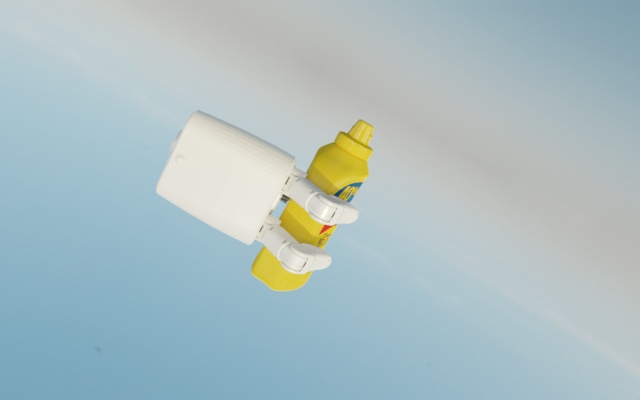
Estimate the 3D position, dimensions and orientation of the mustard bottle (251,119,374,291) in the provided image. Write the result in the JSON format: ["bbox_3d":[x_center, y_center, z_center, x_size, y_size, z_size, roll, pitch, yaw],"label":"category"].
[{"bbox_3d":[0.000,0.002,0.506,0.058,0.192,0.096,34,14,17],"label":"mustard bottle"}]
